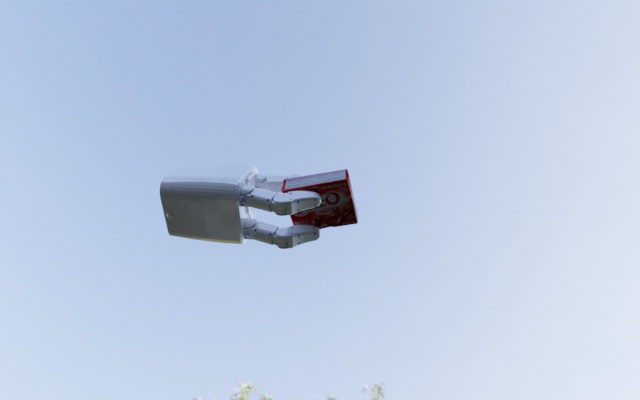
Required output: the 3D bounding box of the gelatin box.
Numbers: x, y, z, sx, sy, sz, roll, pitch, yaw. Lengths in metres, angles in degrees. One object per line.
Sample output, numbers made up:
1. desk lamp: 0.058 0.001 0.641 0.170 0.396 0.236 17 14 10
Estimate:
1. gelatin box: 0.000 0.002 0.634 0.089 0.073 0.030 -9 34 9
